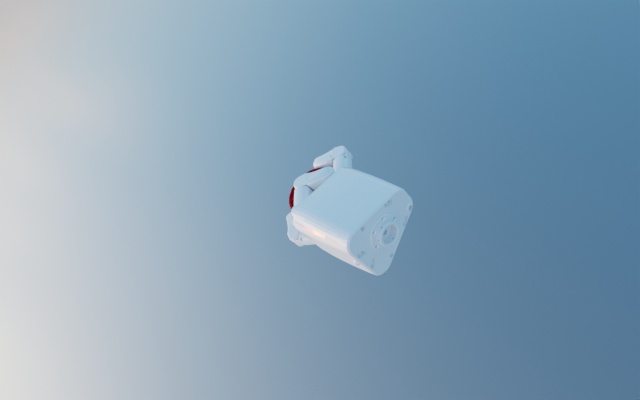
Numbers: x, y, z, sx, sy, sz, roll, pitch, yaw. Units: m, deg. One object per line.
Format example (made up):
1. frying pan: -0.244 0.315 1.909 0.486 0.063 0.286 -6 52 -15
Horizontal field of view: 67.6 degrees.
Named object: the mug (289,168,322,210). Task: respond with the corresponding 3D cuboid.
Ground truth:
1. mug: -0.001 0.002 0.713 0.117 0.093 0.081 22 -15 47
